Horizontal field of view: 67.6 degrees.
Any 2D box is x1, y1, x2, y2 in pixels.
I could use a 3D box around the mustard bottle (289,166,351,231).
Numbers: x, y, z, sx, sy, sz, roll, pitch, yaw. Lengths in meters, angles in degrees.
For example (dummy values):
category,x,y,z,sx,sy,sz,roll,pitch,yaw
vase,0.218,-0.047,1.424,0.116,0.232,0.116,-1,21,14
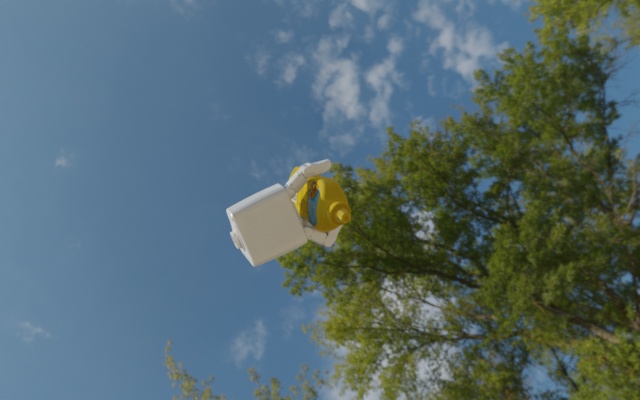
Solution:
category,x,y,z,sx,sy,sz,roll,pitch,yaw
mustard bottle,0.000,0.003,0.864,0.058,0.096,0.191,-1,17,-26
